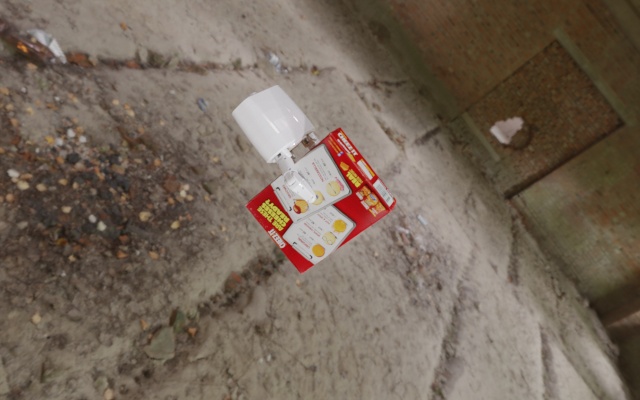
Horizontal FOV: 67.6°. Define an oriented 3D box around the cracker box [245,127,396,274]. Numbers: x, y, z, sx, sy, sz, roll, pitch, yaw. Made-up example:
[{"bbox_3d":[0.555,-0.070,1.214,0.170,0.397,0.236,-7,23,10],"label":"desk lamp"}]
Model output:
[{"bbox_3d":[0.000,0.003,0.839,0.214,0.164,0.072,-38,2,26],"label":"cracker box"}]
